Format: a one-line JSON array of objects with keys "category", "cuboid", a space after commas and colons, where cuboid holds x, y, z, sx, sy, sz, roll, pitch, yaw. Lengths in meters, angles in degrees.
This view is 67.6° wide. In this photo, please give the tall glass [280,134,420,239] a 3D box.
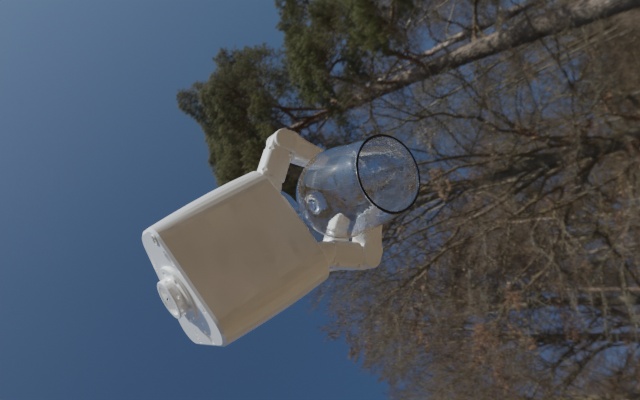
[{"category": "tall glass", "cuboid": [0.000, 0.001, 0.438, 0.079, 0.079, 0.201, 0, -13, -32]}]
